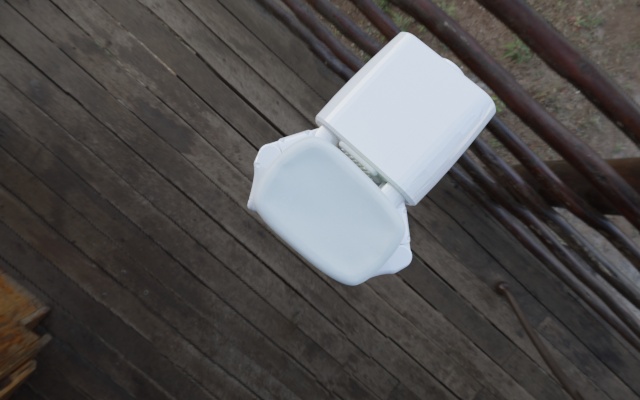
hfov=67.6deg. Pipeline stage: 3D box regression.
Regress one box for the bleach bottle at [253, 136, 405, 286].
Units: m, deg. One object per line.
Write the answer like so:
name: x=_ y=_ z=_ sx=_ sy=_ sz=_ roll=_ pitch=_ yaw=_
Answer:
bleach bottle: x=0.000 y=0.001 z=0.426 sx=0.102 sy=0.068 sz=0.251 roll=43 pitch=0 yaw=-5
